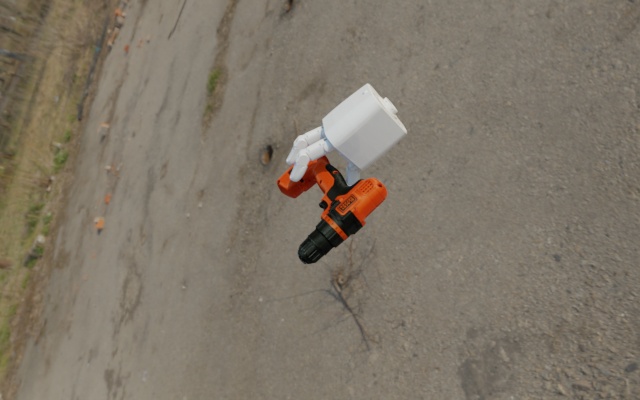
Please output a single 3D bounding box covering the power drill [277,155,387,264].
[{"bbox_3d":[0.000,0.002,0.836,0.187,0.184,0.057,44,-6,42],"label":"power drill"}]
